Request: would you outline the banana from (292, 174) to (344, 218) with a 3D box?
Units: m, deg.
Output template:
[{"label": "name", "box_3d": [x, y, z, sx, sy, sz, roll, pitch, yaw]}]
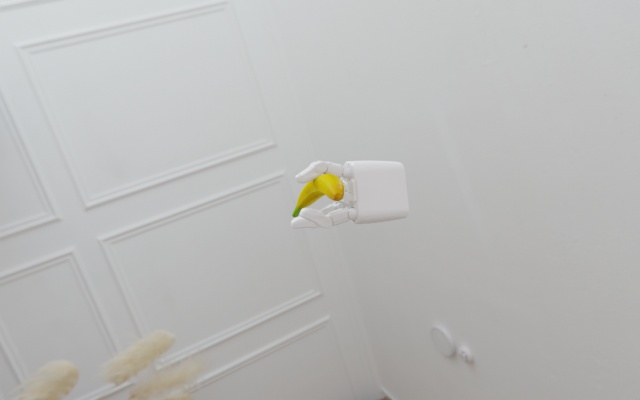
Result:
[{"label": "banana", "box_3d": [0.002, -0.014, 0.847, 0.037, 0.069, 0.198, 15, -16, -19]}]
